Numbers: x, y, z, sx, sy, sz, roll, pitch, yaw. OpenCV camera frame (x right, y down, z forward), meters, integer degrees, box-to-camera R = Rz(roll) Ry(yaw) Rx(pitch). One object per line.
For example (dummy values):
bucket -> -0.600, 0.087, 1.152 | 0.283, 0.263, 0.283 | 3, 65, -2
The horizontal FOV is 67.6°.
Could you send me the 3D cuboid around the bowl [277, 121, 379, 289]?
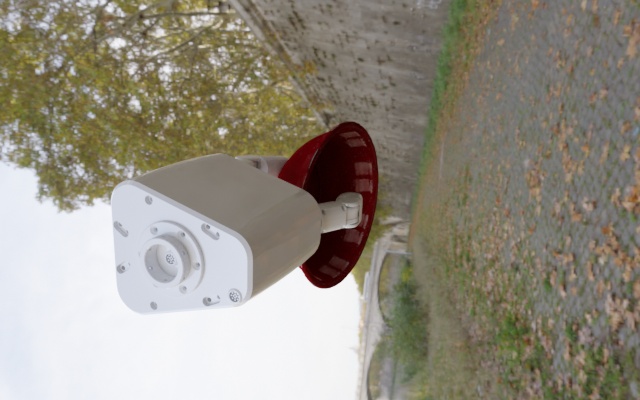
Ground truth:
bowl -> 0.000, 0.002, 0.470 | 0.055, 0.162, 0.162 | 11, 5, 29
